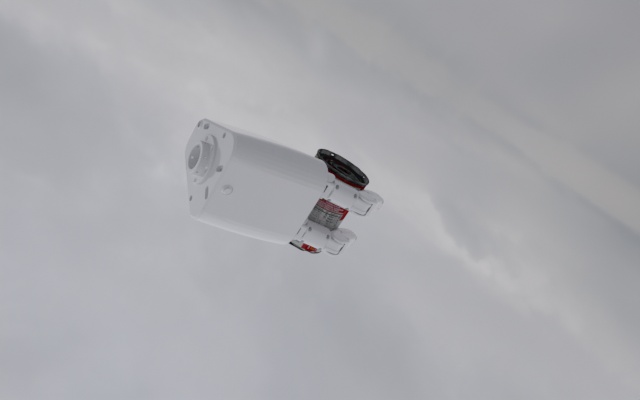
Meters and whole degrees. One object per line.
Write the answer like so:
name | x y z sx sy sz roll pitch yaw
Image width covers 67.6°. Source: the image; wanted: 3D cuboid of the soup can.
soup can | 0.000 0.002 0.546 0.068 0.102 0.068 29 19 -11
